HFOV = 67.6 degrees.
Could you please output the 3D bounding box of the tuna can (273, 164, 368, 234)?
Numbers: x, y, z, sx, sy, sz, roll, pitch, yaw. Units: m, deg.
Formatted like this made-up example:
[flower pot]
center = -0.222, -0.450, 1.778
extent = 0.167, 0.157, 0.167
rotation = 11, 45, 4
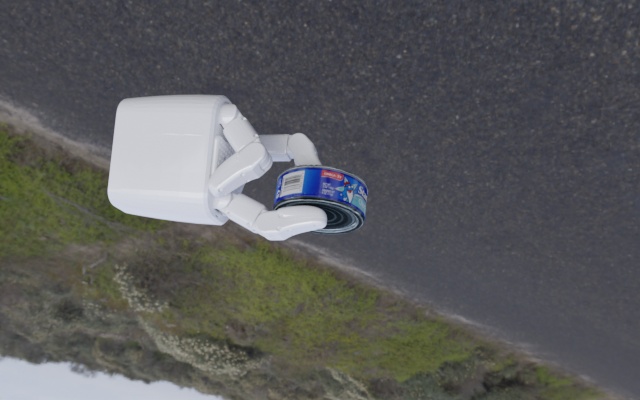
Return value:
[tuna can]
center = 0.000, 0.002, 0.441
extent = 0.086, 0.033, 0.086
rotation = 6, -23, 3
